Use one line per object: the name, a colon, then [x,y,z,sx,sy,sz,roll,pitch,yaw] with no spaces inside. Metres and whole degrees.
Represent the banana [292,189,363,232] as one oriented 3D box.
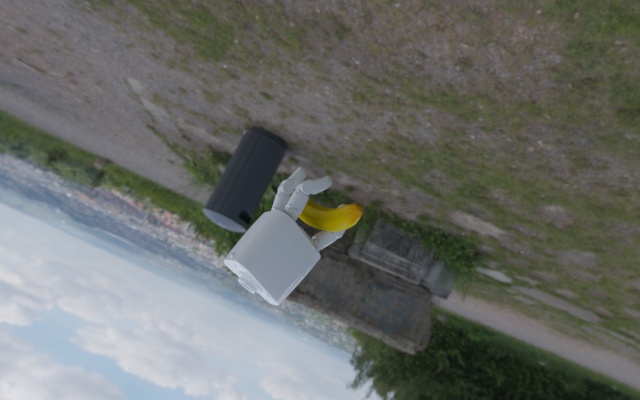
banana: [0.003,0.018,0.781,0.037,0.070,0.197,-32,31,-27]
